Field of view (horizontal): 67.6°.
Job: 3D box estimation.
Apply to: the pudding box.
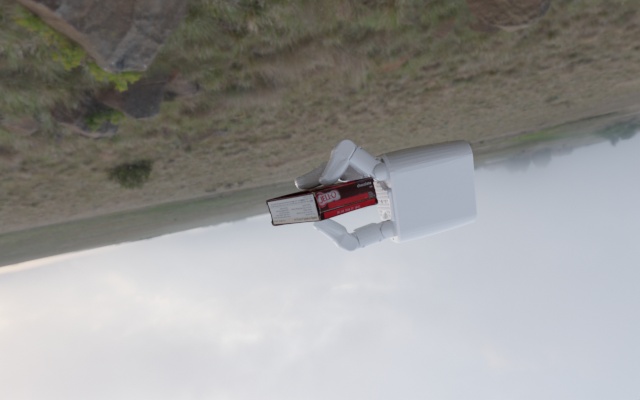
[{"bbox_3d":[0.000,0.002,0.583,0.090,0.039,0.113,-14,1,-35],"label":"pudding box"}]
